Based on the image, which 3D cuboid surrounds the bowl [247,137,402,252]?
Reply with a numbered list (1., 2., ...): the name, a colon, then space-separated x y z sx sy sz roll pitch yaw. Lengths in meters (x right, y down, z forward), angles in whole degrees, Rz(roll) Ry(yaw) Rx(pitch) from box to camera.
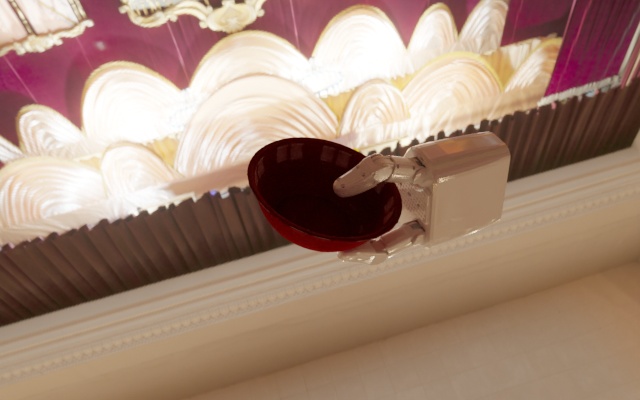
1. bowl: -0.001 0.002 0.499 0.162 0.055 0.162 12 39 -10
